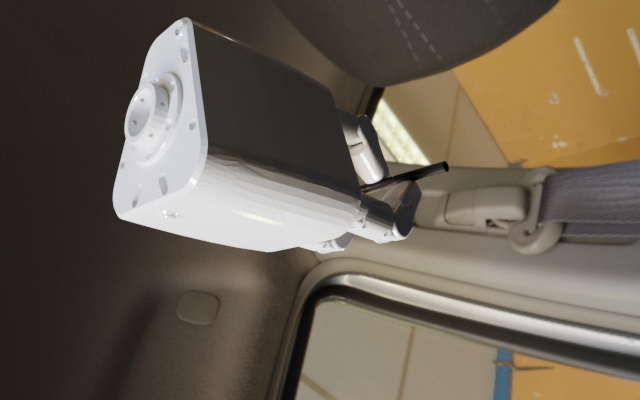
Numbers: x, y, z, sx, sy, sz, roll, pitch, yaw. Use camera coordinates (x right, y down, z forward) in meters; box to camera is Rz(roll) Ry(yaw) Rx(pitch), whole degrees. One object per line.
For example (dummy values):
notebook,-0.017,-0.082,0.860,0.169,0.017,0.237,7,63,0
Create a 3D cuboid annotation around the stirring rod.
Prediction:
stirring rod,0.000,0.001,0.410,0.239,0.011,0.011,-16,-11,41
